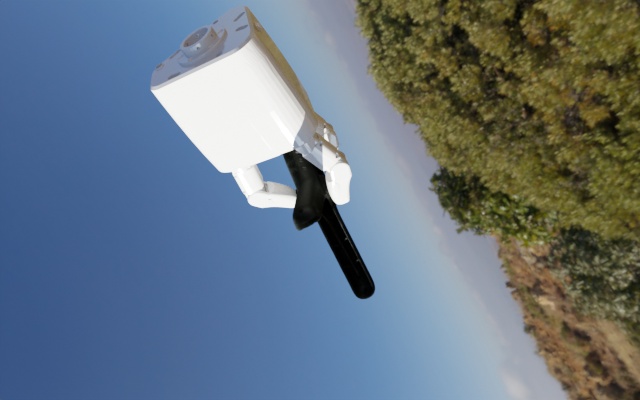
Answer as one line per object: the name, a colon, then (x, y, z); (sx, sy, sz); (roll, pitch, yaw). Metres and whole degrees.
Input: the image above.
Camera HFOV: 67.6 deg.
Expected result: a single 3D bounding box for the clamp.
clamp: (-0.001, 0.002, 0.528); (0.036, 0.165, 0.209); (-27, 41, 8)
